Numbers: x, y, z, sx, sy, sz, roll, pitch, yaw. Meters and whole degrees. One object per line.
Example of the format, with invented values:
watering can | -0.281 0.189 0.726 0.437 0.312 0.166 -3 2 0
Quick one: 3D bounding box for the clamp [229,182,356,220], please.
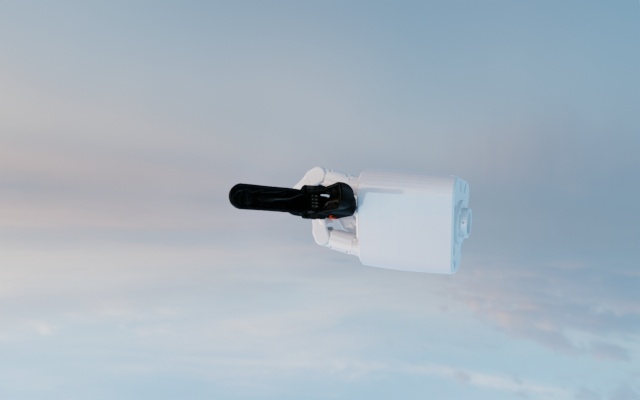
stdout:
clamp | 0.000 0.002 0.498 0.120 0.039 0.171 6 0 27
